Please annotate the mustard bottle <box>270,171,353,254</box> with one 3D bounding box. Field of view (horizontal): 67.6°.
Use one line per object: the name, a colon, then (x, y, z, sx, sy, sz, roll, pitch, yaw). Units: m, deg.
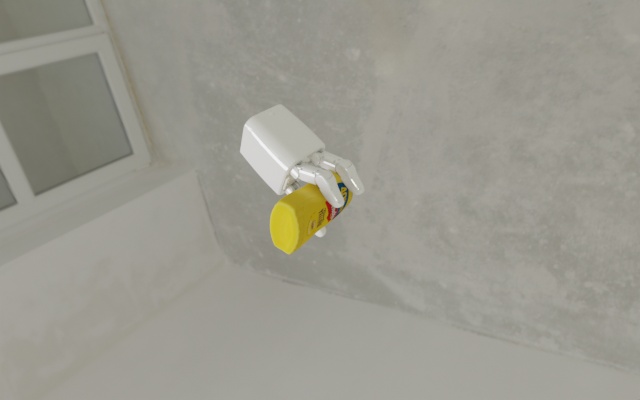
mustard bottle: (0.000, 0.003, 0.777, 0.058, 0.096, 0.191, 28, 41, 25)
